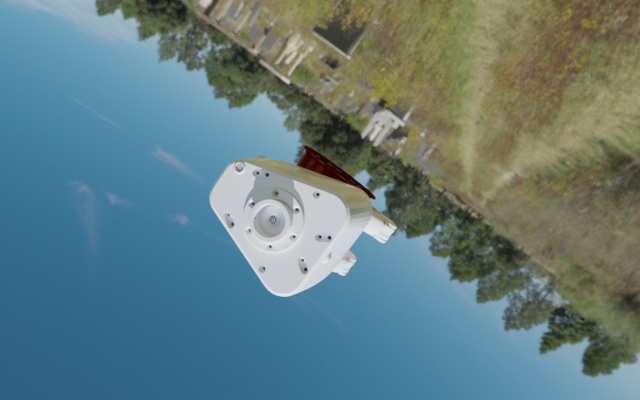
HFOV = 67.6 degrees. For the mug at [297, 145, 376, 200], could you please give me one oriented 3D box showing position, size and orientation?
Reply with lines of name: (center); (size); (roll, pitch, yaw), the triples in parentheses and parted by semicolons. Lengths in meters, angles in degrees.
mug: (0.000, 0.002, 0.518); (0.093, 0.081, 0.117); (38, 8, 11)
